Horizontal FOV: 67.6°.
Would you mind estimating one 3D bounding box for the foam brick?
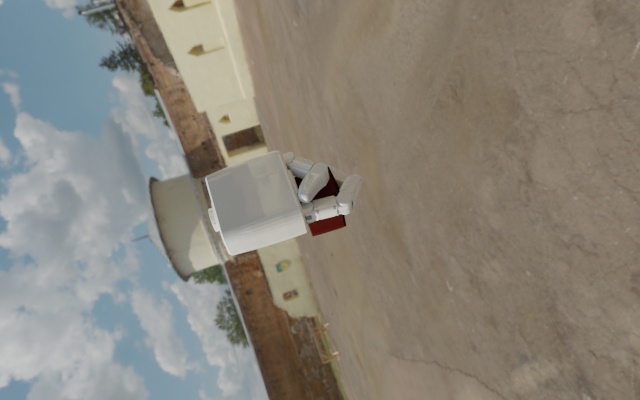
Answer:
[{"bbox_3d":[0.000,0.002,0.663,0.051,0.053,0.078,-19,-41,-6],"label":"foam brick"}]
